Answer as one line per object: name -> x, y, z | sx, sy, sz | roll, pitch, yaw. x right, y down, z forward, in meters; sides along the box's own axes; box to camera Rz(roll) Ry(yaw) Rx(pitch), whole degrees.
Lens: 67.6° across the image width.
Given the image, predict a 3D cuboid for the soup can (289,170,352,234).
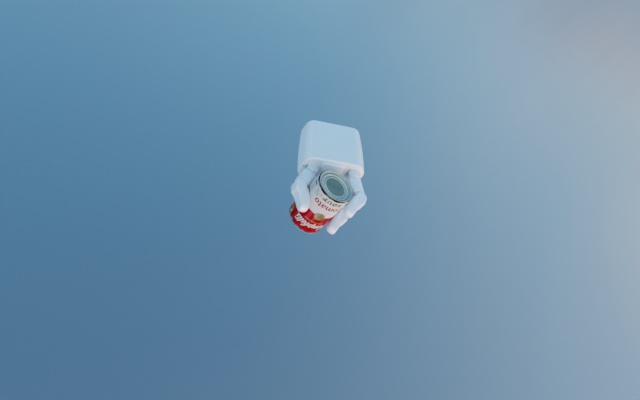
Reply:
soup can -> 0.000, 0.003, 0.821 | 0.068, 0.068, 0.102 | 0, -33, -39
